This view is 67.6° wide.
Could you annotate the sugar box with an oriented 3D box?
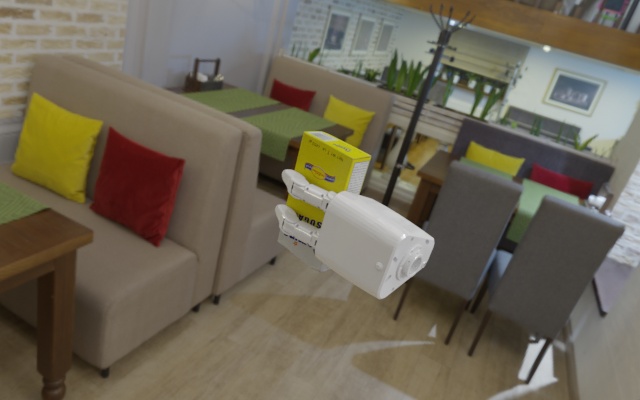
[{"bbox_3d":[0.000,0.002,0.658,0.093,0.176,0.048,32,28,34],"label":"sugar box"}]
